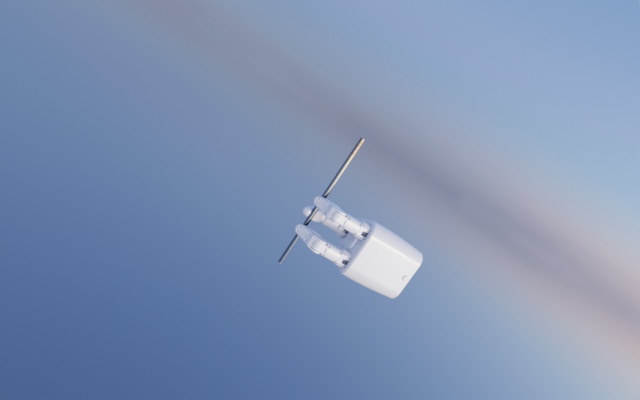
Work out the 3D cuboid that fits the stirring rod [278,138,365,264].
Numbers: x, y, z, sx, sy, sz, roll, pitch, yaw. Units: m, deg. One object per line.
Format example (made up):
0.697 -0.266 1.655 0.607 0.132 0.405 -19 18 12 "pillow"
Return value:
0.000 0.003 0.763 0.011 0.239 0.011 33 10 -6 "stirring rod"
